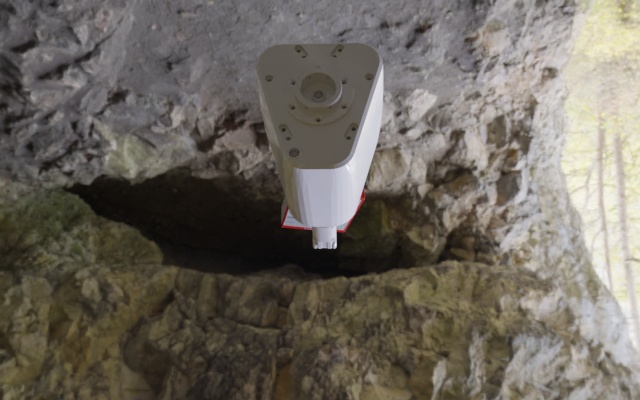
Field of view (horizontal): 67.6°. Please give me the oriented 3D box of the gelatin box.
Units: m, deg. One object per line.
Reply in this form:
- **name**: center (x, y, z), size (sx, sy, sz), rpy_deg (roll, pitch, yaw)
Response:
- **gelatin box**: center (0.000, 0.002, 0.501), size (0.073, 0.030, 0.089), rpy_deg (5, -27, -10)
